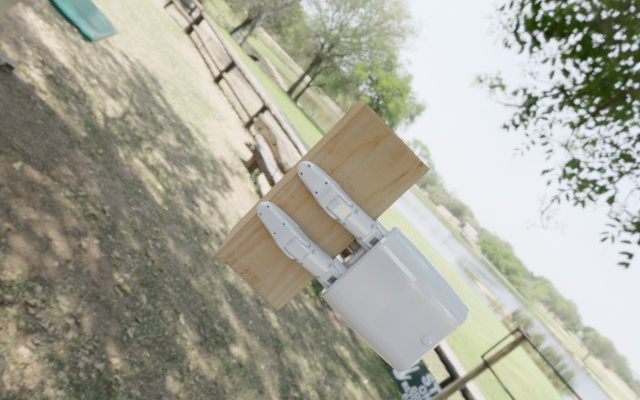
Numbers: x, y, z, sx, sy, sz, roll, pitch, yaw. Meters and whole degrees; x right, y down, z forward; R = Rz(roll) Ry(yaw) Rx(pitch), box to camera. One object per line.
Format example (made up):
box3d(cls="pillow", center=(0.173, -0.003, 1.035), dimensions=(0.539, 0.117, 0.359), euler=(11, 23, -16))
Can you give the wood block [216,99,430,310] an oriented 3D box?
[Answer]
box3d(cls="wood block", center=(0.000, 0.002, 0.499), dimensions=(0.206, 0.090, 0.090), euler=(-44, 9, 11))
